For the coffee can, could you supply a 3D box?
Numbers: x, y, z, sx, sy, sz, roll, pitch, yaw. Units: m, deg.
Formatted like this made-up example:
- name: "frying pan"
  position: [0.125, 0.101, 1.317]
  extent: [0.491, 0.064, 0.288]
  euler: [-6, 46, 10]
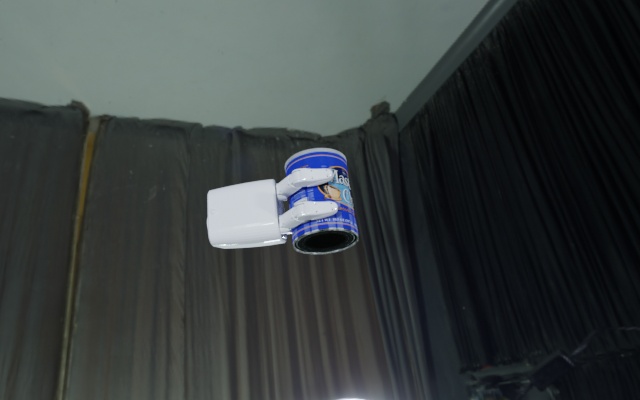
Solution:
- name: "coffee can"
  position: [0.000, 0.002, 0.759]
  extent: [0.103, 0.140, 0.103]
  euler: [-6, -25, -3]
